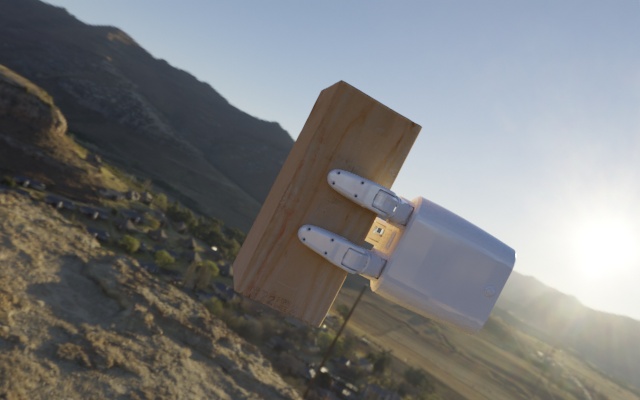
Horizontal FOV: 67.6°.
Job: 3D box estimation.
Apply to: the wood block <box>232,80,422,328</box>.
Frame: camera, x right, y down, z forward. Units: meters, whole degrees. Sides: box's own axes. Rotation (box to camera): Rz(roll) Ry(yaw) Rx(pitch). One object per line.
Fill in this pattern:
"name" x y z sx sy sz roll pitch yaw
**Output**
"wood block" 0.000 0.002 0.466 0.090 0.206 0.091 27 1 -13
